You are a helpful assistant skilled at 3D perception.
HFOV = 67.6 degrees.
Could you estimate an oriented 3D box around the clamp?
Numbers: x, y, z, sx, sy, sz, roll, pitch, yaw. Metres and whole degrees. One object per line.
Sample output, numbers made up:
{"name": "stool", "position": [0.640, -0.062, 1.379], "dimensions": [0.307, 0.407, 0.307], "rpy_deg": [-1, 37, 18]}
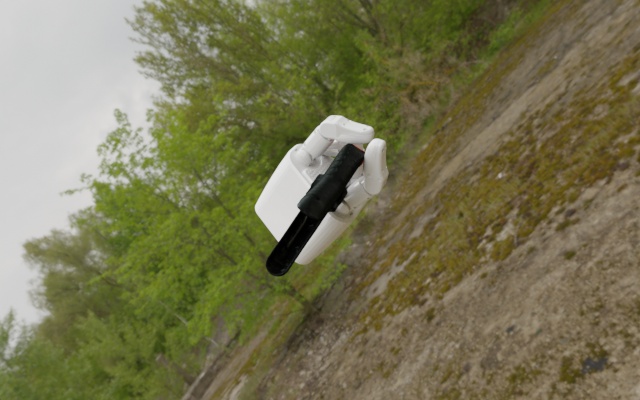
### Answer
{"name": "clamp", "position": [0.000, 0.001, 0.491], "dimensions": [0.120, 0.039, 0.171], "rpy_deg": [-50, 0, 40]}
